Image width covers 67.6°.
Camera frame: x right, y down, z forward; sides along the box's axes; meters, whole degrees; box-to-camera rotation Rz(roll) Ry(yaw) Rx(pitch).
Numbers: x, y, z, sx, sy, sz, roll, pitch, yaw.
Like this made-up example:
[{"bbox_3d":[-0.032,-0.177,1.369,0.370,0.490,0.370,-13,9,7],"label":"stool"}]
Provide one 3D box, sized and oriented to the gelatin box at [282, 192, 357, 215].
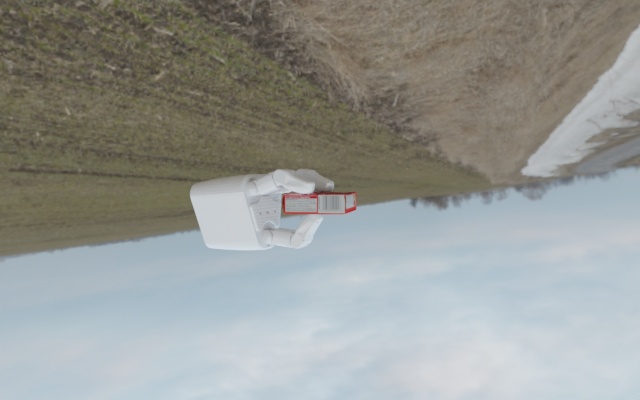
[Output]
[{"bbox_3d":[0.000,0.003,0.665,0.089,0.030,0.073,0,3,16],"label":"gelatin box"}]
